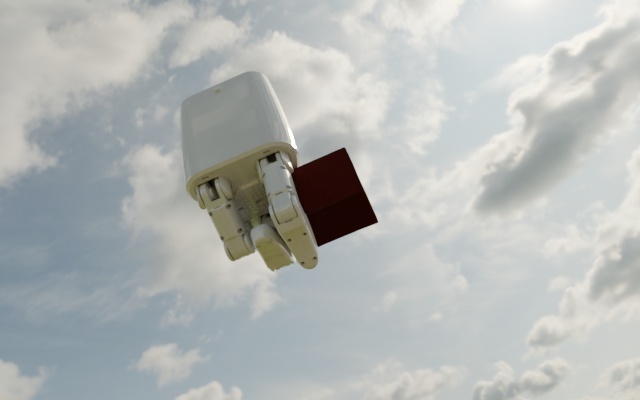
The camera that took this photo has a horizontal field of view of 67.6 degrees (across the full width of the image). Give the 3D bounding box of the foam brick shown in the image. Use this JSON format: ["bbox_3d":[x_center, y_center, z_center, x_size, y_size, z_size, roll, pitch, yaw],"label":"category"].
[{"bbox_3d":[0.000,0.001,0.403,0.078,0.051,0.053,-22,-38,4],"label":"foam brick"}]
